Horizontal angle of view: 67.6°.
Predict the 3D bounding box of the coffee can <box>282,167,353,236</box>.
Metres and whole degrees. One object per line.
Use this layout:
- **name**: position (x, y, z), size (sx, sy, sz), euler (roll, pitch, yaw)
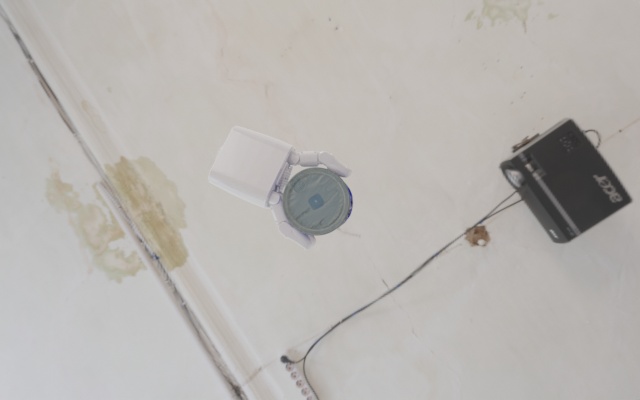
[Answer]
- **coffee can**: position (0.000, 0.003, 0.778), size (0.103, 0.103, 0.140), euler (0, -1, 6)
